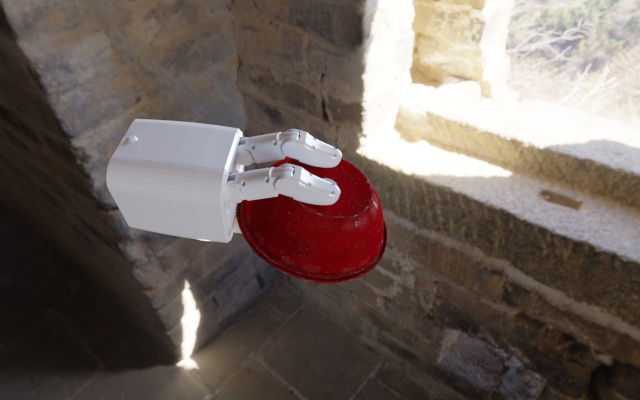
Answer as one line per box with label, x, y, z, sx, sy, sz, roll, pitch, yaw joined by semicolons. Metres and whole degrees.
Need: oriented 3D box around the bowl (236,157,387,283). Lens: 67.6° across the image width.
bowl;0.001;0.001;0.480;0.162;0.162;0.055;0;-44;-22
